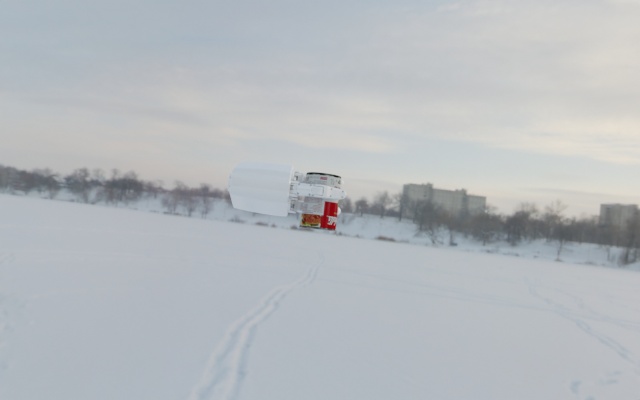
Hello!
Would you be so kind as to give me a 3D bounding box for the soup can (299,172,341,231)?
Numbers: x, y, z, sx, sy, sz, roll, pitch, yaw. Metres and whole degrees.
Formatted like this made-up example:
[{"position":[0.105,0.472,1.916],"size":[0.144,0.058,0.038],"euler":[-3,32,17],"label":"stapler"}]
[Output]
[{"position":[0.001,0.003,0.883],"size":[0.068,0.102,0.068],"euler":[7,-3,0],"label":"soup can"}]
